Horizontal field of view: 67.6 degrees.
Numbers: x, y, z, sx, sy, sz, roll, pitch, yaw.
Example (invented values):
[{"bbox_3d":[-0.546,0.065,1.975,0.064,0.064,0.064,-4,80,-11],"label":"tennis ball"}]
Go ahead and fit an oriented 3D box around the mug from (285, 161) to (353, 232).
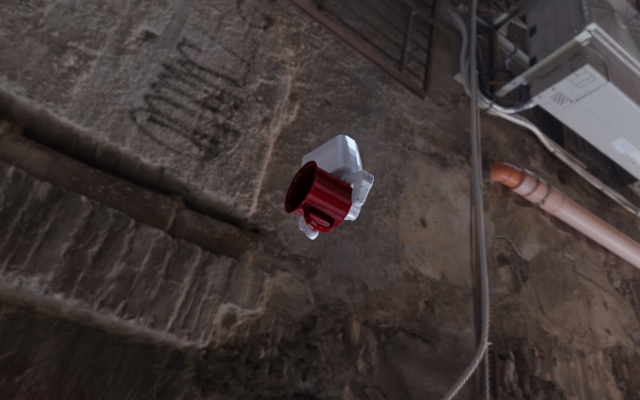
[{"bbox_3d":[0.000,0.004,0.767,0.081,0.117,0.093,27,-52,-24],"label":"mug"}]
